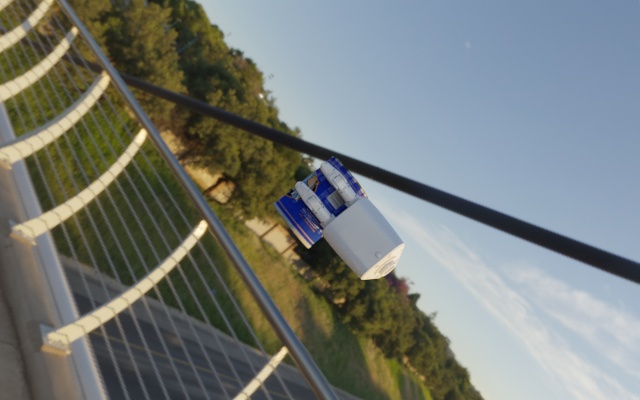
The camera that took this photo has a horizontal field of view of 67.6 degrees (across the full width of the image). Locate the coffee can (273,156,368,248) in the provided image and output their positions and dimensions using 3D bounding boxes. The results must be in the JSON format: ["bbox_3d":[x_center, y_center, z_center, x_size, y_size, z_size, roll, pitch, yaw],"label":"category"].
[{"bbox_3d":[0.000,0.003,0.861,0.140,0.103,0.103,-39,1,-2],"label":"coffee can"}]
